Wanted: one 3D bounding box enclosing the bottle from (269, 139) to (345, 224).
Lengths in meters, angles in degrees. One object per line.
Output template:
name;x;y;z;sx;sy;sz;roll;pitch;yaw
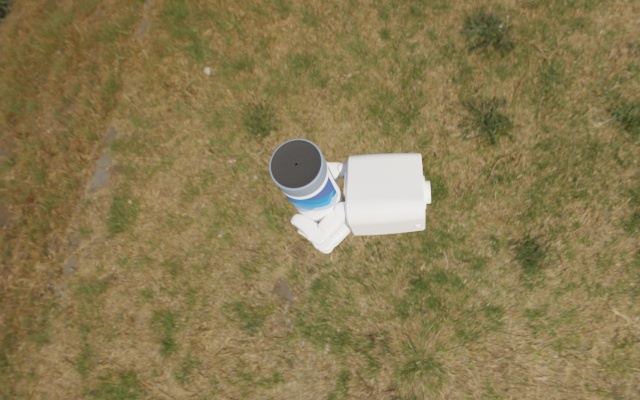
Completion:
bottle;0.000;0.002;0.699;0.069;0.069;0.296;0;-18;12
